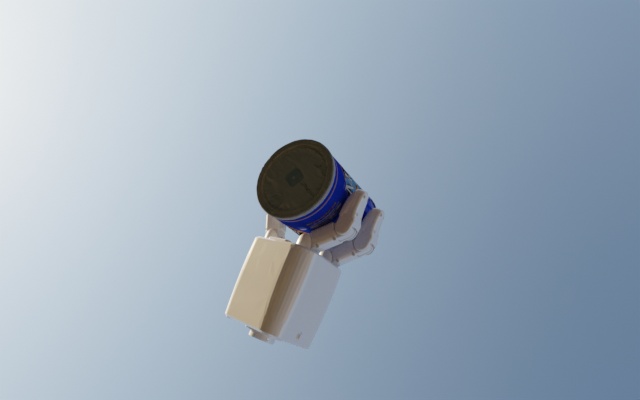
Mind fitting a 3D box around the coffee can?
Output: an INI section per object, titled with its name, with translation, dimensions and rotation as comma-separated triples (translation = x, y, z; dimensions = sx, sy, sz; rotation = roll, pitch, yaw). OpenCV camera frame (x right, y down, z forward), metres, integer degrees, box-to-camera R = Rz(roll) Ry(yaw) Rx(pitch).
[coffee can]
translation = 0.000, 0.002, 0.604
dimensions = 0.103, 0.102, 0.140
rotation = 0, -25, 30
